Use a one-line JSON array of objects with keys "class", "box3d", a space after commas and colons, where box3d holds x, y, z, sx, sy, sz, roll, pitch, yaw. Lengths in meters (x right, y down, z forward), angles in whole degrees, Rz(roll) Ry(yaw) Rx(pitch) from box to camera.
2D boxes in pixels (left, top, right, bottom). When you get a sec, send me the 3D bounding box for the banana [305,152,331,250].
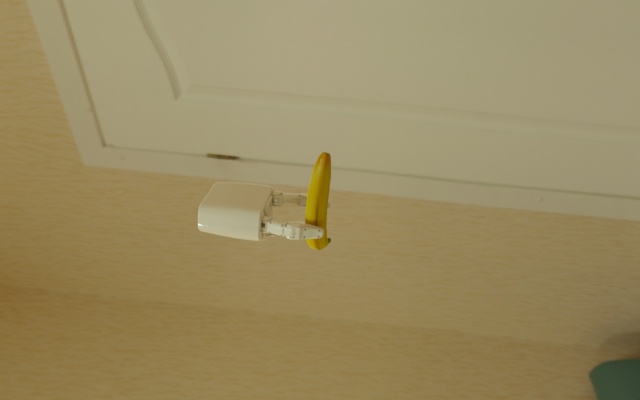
[{"class": "banana", "box3d": [-0.004, 0.017, 0.792, 0.037, 0.198, 0.069, 8, 39, 9]}]
